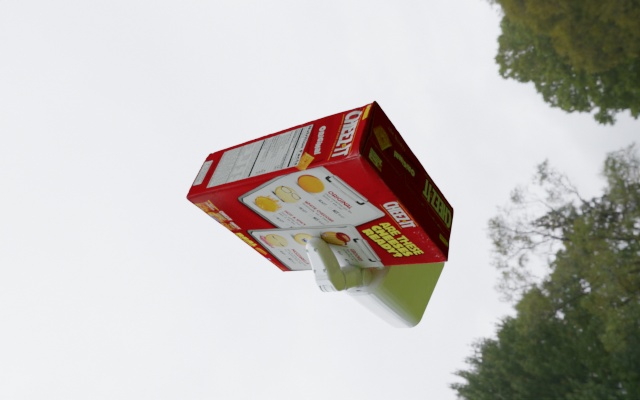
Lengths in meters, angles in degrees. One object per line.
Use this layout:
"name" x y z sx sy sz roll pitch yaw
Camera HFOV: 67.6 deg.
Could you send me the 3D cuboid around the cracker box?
"cracker box" 0.000 0.002 0.480 0.214 0.072 0.164 -11 -41 37
